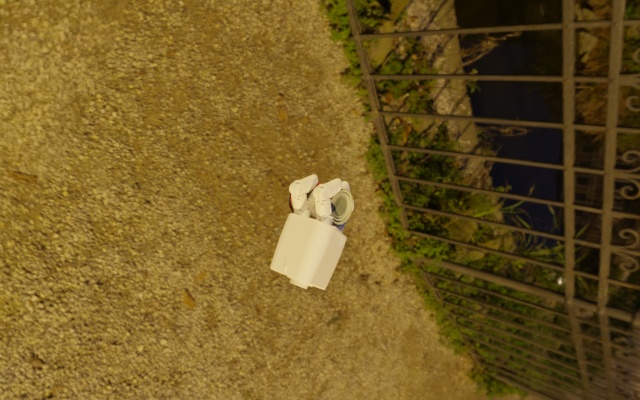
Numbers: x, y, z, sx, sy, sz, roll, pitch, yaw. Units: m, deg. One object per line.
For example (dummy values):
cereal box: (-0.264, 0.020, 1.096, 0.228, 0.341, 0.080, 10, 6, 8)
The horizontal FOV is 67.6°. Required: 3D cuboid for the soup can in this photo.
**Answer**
soup can: (0.001, 0.003, 0.874, 0.102, 0.068, 0.068, 14, 9, 41)
